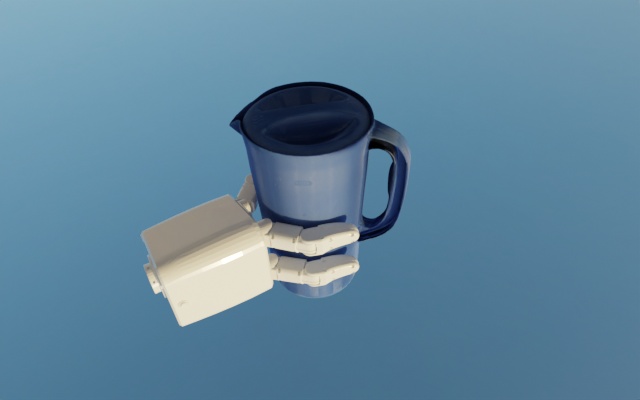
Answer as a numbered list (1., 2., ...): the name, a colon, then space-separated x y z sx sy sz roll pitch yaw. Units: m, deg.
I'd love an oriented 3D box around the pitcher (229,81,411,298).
1. pitcher: 0.000 0.002 0.543 0.145 0.243 0.149 -24 47 -21
